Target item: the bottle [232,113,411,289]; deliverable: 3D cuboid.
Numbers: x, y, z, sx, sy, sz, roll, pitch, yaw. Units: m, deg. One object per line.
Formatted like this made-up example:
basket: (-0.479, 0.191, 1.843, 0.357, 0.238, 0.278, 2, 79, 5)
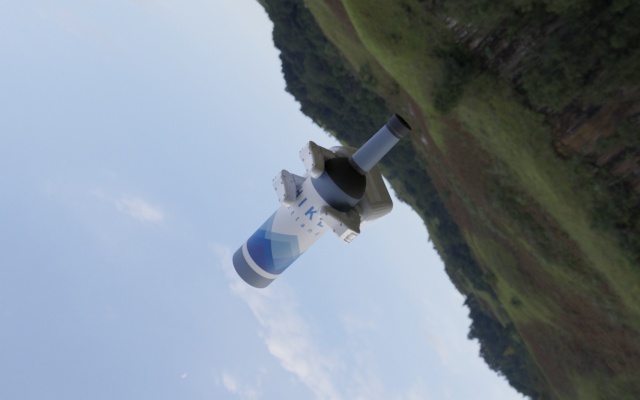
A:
bottle: (0.000, 0.002, 0.616, 0.296, 0.069, 0.069, -44, -20, 22)
